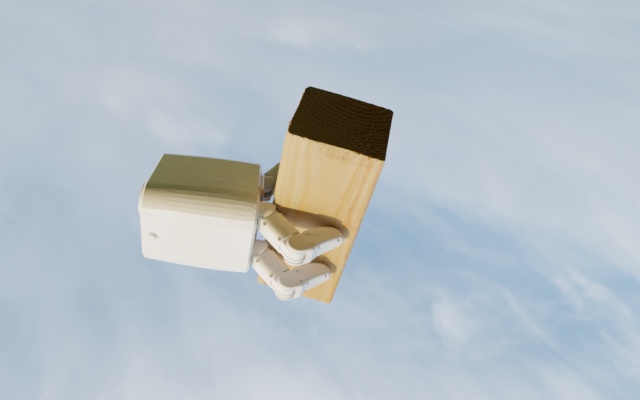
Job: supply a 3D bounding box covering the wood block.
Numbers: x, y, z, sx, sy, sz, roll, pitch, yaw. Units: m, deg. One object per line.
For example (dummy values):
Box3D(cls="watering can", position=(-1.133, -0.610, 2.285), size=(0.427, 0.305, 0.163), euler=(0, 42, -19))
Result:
Box3D(cls="wood block", position=(0.000, 0.001, 0.498), size=(0.090, 0.206, 0.090), euler=(16, 42, 0))
